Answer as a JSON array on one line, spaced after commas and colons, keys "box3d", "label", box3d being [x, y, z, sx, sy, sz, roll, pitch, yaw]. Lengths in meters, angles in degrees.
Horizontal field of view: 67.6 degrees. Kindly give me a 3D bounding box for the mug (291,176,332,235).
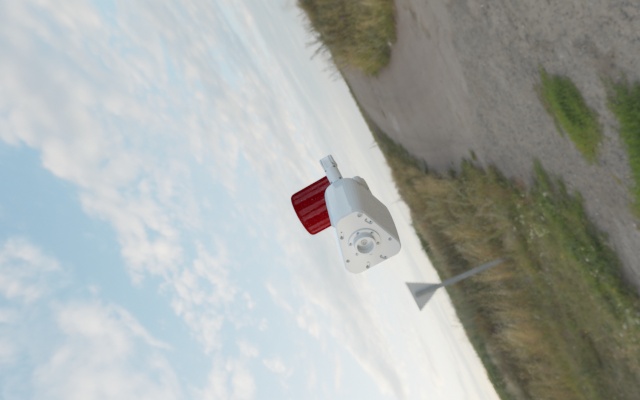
[{"box3d": [0.000, 0.002, 0.844, 0.081, 0.093, 0.117, -29, 25, 8], "label": "mug"}]
